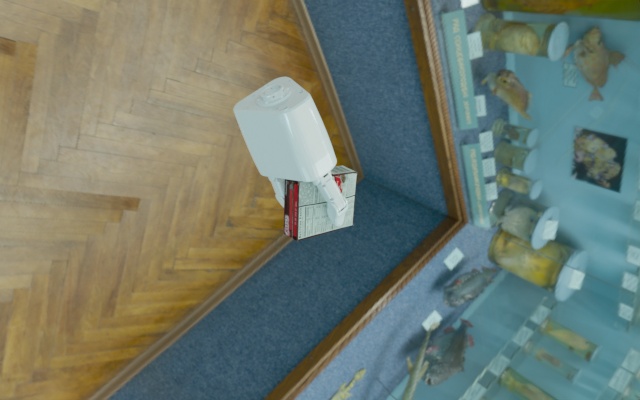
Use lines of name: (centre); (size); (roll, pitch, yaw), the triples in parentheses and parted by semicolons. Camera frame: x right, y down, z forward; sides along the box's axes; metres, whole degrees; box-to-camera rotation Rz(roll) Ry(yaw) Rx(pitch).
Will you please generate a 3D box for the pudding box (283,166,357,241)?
pudding box: (0.000, 0.002, 0.694); (0.113, 0.090, 0.039); (-11, 24, -36)
